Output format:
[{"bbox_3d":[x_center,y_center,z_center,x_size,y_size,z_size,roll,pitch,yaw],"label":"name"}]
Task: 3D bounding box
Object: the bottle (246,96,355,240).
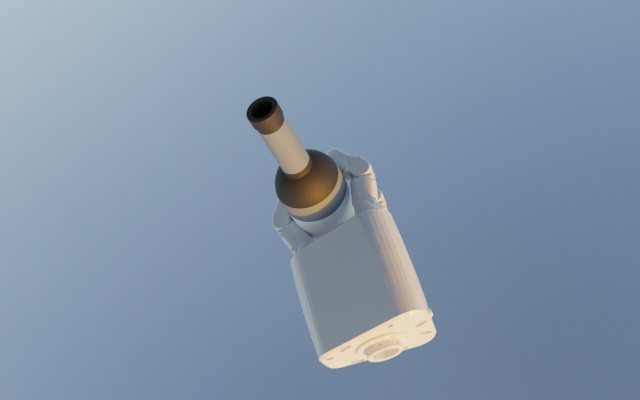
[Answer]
[{"bbox_3d":[0.000,0.002,0.496,0.069,0.069,0.296,0,-30,22],"label":"bottle"}]
